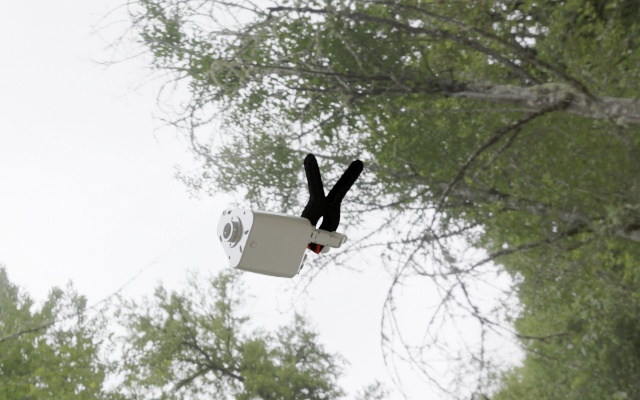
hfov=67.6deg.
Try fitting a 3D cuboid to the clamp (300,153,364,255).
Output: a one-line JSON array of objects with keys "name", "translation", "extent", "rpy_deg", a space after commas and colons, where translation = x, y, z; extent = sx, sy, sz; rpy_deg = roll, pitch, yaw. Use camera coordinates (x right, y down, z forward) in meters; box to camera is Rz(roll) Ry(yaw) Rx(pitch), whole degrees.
[{"name": "clamp", "translation": [0.000, 0.003, 0.775], "extent": [0.120, 0.171, 0.039], "rpy_deg": [15, 8, -38]}]
